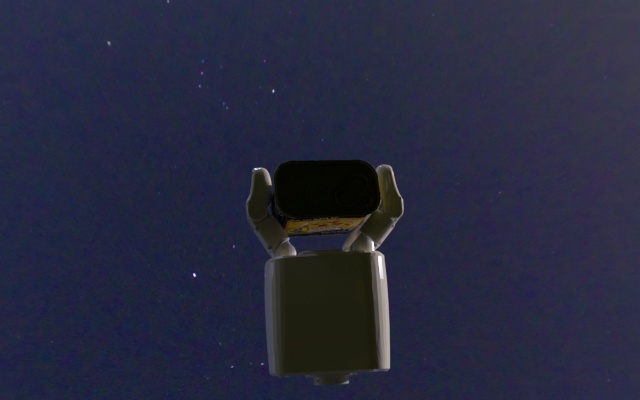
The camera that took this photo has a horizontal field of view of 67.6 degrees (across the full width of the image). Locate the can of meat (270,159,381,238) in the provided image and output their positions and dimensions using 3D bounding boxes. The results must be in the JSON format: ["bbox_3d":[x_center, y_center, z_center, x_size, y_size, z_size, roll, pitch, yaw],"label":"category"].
[{"bbox_3d":[0.000,0.002,0.487,0.102,0.057,0.084,-2,-19,-12],"label":"can of meat"}]
